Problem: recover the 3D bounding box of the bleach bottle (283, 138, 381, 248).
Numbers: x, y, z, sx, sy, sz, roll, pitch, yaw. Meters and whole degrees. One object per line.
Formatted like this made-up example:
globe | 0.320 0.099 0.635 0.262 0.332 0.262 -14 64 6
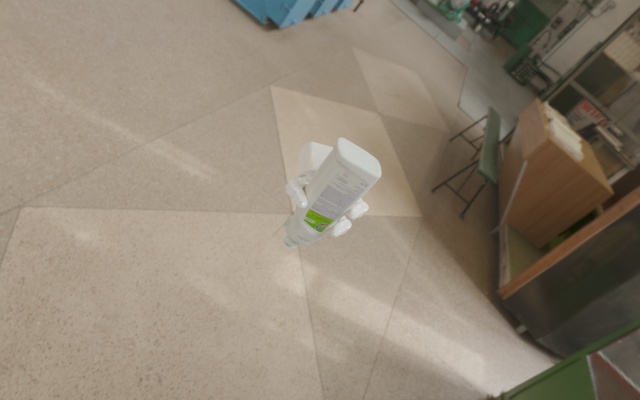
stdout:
bleach bottle | 0.000 0.003 0.900 0.102 0.251 0.068 29 34 -20
